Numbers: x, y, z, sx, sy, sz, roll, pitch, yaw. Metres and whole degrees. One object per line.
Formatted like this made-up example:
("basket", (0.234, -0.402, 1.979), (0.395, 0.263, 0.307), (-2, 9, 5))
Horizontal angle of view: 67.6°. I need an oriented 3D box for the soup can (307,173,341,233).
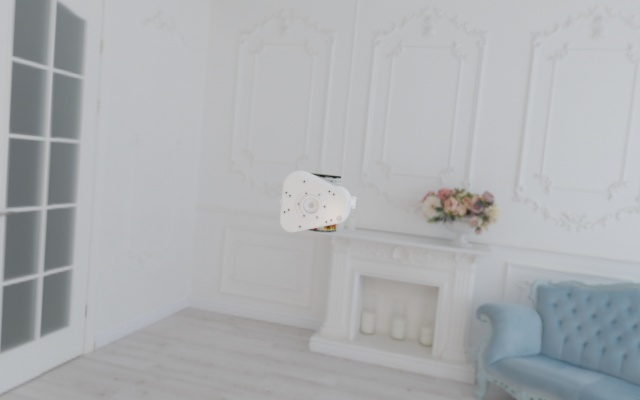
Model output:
("soup can", (0.000, 0.003, 0.874), (0.068, 0.102, 0.068), (6, 4, 0))
